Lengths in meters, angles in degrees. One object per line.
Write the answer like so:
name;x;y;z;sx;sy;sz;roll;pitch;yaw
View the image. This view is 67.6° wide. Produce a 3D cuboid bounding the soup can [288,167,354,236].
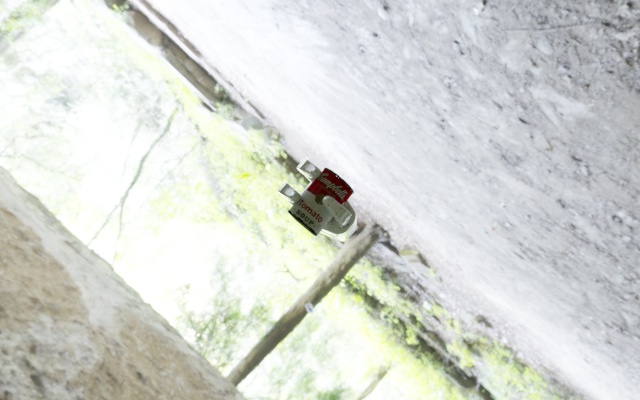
soup can;0.000;0.003;0.825;0.068;0.102;0.068;40;-6;5
